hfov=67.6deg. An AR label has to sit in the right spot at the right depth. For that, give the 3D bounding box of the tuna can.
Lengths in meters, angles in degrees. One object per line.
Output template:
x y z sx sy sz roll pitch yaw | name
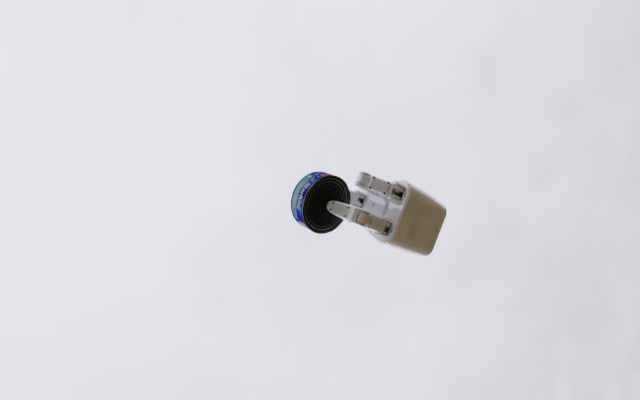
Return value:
0.000 0.002 0.680 0.086 0.086 0.033 0 15 -39 | tuna can
